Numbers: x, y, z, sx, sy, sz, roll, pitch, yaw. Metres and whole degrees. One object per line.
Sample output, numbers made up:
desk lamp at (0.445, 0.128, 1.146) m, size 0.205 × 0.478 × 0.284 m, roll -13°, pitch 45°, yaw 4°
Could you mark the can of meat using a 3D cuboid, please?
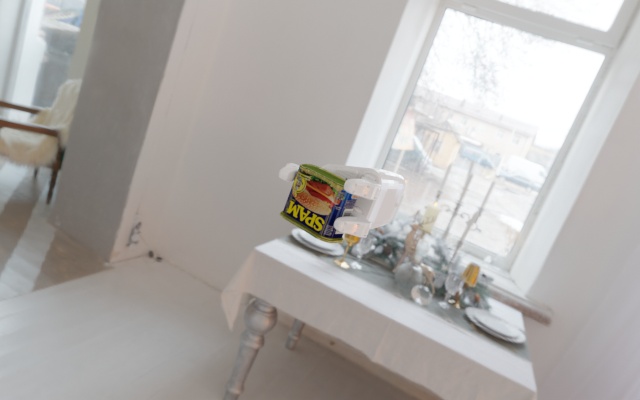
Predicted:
can of meat at (0.000, 0.002, 0.693) m, size 0.102 × 0.084 × 0.057 m, roll 29°, pitch 15°, yaw 33°
